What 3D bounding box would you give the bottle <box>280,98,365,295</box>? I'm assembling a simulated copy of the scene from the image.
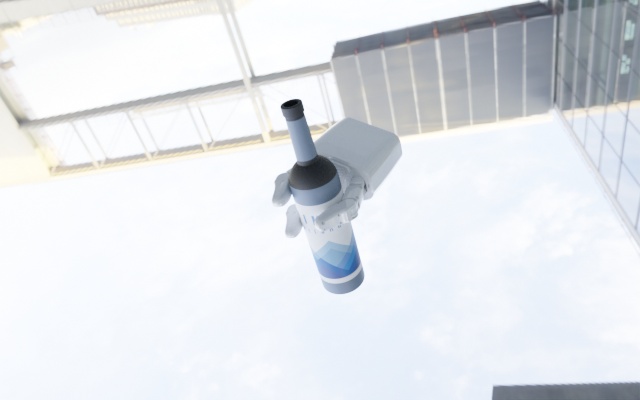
[{"bbox_3d":[0.000,0.002,0.647,0.069,0.296,0.069,-11,34,8],"label":"bottle"}]
